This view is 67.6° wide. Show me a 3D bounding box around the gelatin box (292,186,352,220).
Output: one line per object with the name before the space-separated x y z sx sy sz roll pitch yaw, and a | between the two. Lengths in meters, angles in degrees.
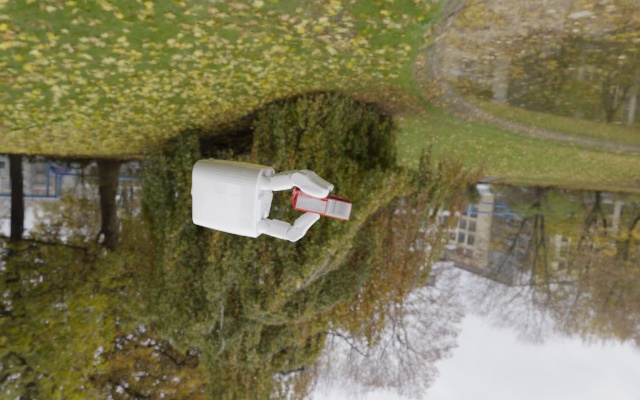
gelatin box | 0.000 0.003 0.752 0.089 0.030 0.073 12 7 -6
